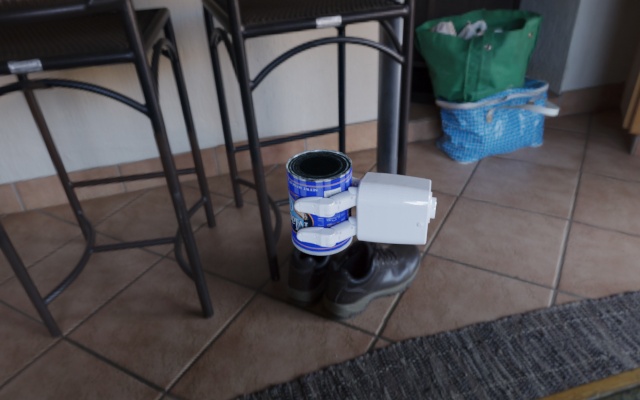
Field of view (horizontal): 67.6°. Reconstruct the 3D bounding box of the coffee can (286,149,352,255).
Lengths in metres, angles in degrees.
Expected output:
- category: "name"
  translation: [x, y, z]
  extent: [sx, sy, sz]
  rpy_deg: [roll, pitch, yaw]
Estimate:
- category: "coffee can"
  translation: [0.000, 0.003, 0.771]
  extent: [0.103, 0.140, 0.102]
  rpy_deg: [-2, 32, 1]
